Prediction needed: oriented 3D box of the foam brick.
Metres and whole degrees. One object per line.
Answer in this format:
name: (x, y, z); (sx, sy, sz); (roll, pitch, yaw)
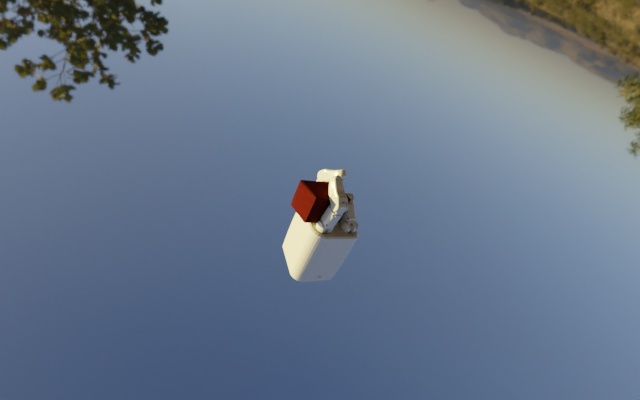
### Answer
foam brick: (0.000, 0.002, 0.796); (0.078, 0.051, 0.053); (3, 35, -39)
